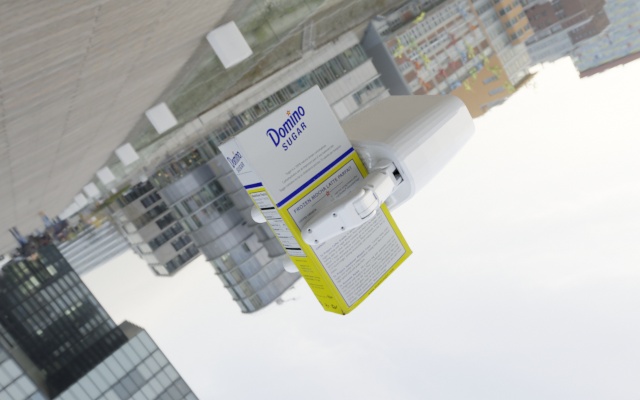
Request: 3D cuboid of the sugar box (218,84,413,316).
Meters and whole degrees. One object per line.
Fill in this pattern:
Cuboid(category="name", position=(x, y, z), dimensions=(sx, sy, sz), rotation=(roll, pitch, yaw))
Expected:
Cuboid(category="sugar box", position=(0.000, 0.001, 0.412), dimensions=(0.093, 0.176, 0.048), rotation=(-38, 13, -28))
